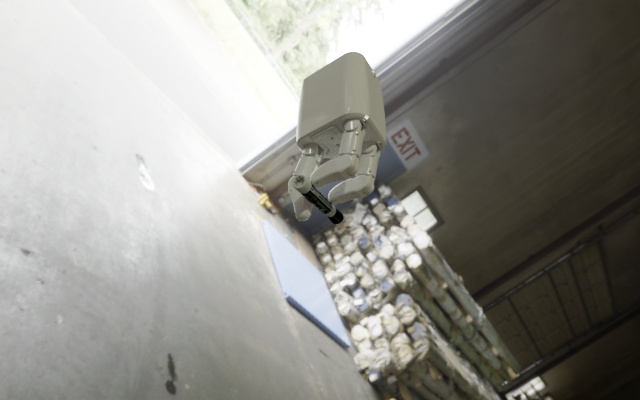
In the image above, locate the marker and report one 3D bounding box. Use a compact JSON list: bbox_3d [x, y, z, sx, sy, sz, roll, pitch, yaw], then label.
[{"bbox_3d":[0.000,0.002,0.611,0.020,0.020,0.121,0,-24,28],"label":"marker"}]
